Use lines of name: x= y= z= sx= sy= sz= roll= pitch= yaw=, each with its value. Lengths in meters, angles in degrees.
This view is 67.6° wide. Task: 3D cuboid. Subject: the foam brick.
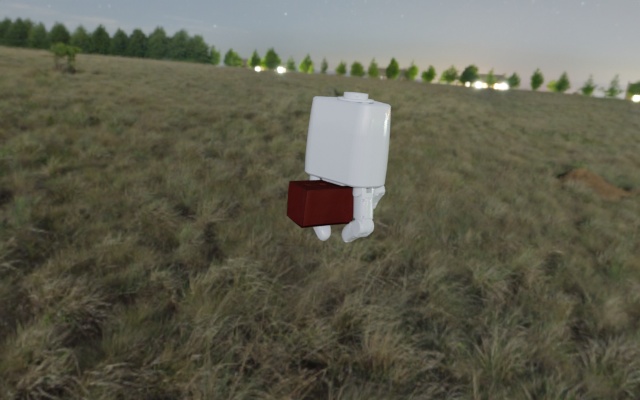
foam brick: x=0.000 y=0.002 z=0.641 sx=0.078 sy=0.051 sz=0.053 roll=-4 pitch=19 yaw=-29
